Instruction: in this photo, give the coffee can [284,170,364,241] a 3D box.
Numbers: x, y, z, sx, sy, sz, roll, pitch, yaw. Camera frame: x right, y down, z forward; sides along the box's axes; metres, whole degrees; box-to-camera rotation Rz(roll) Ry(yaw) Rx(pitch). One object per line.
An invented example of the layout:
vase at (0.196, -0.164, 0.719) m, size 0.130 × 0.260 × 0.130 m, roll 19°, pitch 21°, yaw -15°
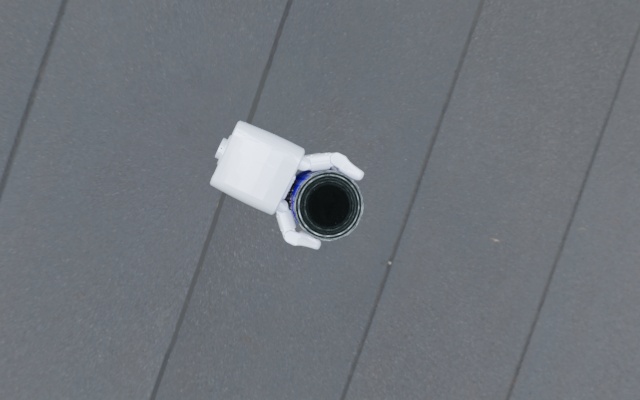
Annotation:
coffee can at (0.000, 0.003, 0.754) m, size 0.103 × 0.103 × 0.140 m, roll 0°, pitch 4°, yaw -11°
